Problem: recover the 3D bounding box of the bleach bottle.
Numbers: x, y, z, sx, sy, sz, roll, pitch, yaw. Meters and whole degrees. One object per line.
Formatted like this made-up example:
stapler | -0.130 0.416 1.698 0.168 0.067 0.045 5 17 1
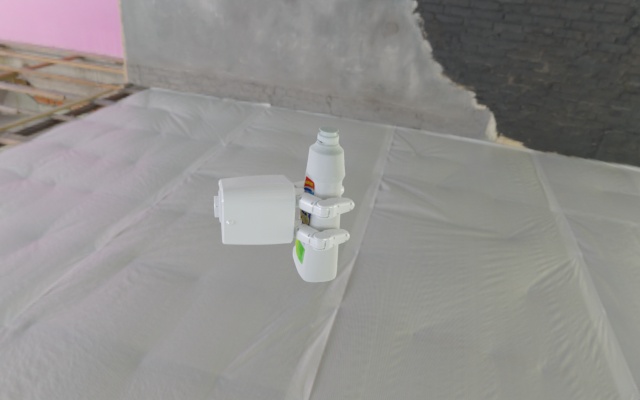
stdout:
bleach bottle | 0.000 0.003 0.758 0.068 0.251 0.102 -2 29 -14
